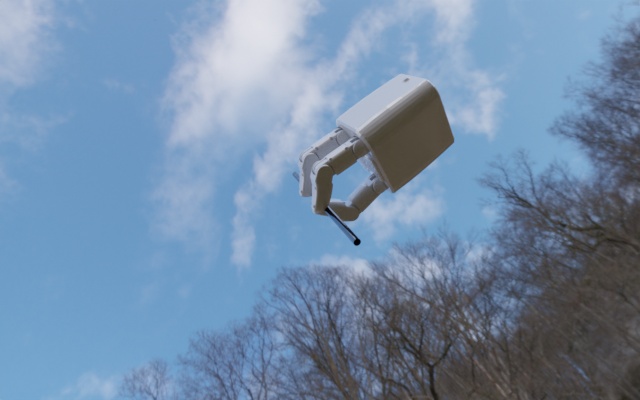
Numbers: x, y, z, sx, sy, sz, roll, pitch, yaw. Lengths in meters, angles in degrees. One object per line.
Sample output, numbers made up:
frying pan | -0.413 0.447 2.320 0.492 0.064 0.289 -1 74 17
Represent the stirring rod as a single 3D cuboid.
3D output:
stirring rod | 0.000 0.002 0.589 0.011 0.011 0.239 0 20 -19
